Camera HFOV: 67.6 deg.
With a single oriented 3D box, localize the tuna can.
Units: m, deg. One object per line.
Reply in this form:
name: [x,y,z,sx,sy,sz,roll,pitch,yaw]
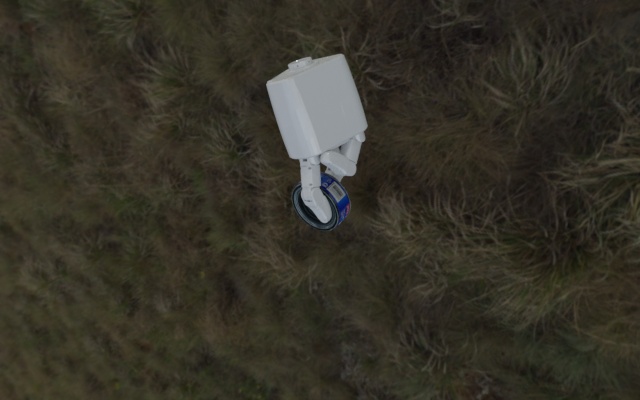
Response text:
tuna can: [0.000,0.003,0.701,0.086,0.086,0.033,0,32,41]
